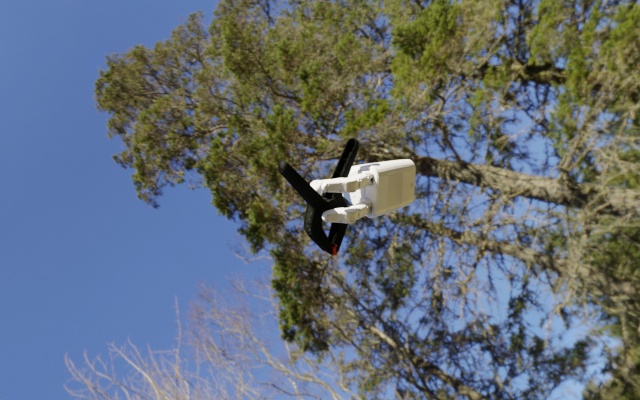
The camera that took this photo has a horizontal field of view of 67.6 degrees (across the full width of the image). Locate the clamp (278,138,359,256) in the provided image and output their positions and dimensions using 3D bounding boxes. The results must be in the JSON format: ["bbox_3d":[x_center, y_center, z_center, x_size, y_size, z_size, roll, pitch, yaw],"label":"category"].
[{"bbox_3d":[0.000,0.003,0.839,0.164,0.210,0.036,-13,23,-33],"label":"clamp"}]
